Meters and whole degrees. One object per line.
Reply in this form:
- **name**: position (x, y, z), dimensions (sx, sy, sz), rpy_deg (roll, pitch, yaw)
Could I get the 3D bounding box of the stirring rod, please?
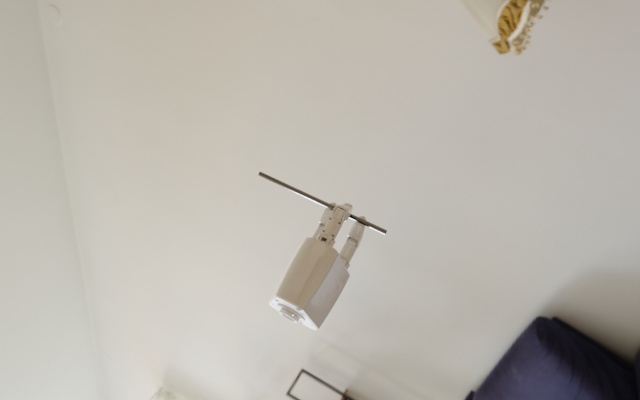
- **stirring rod**: position (0.000, 0.003, 0.799), dimensions (0.239, 0.011, 0.011), rpy_deg (25, 6, 14)
